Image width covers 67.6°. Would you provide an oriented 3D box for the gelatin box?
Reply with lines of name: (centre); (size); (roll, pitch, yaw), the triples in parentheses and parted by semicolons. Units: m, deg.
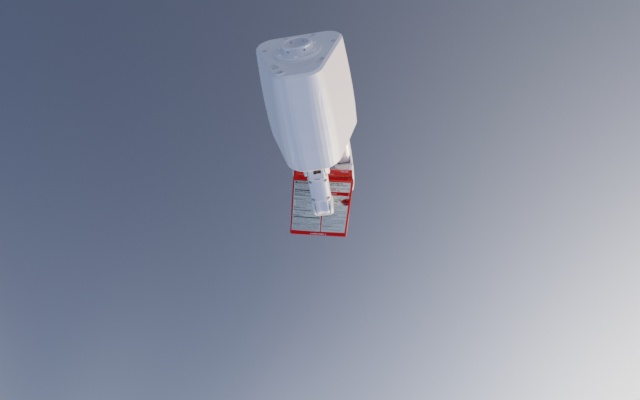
gelatin box: (0.000, 0.003, 0.599); (0.073, 0.089, 0.030); (3, 34, -3)
